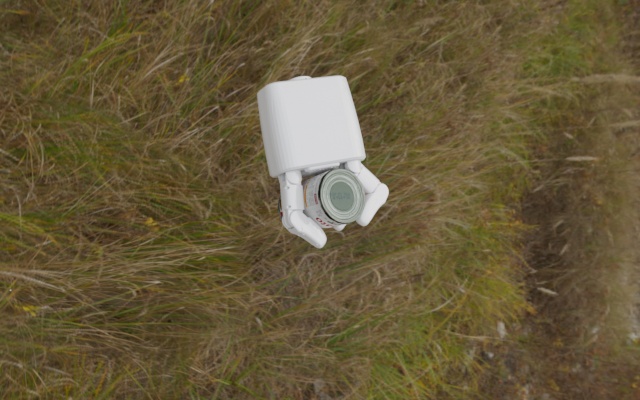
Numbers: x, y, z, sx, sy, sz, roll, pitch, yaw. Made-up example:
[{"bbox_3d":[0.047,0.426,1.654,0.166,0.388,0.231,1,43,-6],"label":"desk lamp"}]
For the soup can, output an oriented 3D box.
[{"bbox_3d":[0.000,0.002,0.595,0.068,0.068,0.102,0,-9,-33],"label":"soup can"}]
